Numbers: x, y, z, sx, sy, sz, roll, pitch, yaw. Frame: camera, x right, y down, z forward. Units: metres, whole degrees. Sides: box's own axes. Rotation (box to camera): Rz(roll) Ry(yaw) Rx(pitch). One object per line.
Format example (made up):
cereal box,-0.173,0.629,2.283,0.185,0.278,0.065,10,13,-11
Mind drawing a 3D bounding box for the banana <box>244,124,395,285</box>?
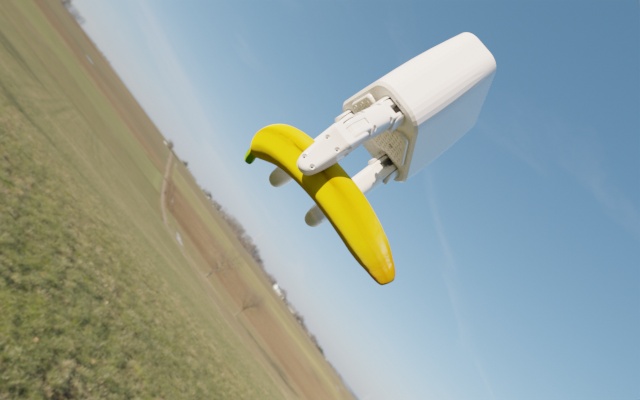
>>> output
banana,-0.003,-0.013,0.408,0.037,0.070,0.197,-32,56,-23
